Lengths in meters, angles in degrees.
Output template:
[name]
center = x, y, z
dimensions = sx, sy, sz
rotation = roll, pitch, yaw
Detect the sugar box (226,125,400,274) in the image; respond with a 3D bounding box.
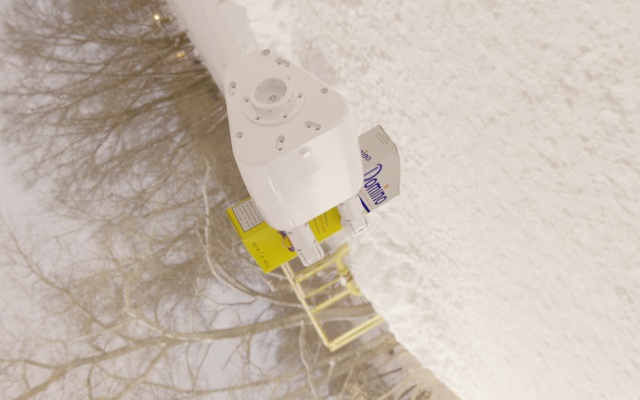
[sugar box]
center = 0.000, 0.002, 0.497
dimensions = 0.176, 0.048, 0.093
rotation = -28, -29, -6
